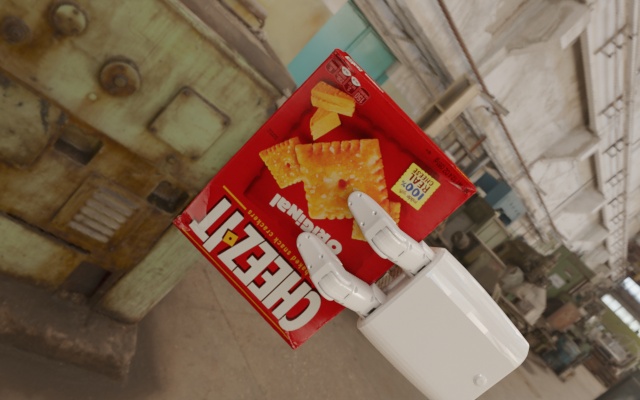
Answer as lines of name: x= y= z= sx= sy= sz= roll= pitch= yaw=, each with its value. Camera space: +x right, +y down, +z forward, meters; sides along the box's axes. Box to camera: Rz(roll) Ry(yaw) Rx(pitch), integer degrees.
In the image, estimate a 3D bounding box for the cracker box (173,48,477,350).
cracker box: x=0.000 y=0.001 z=0.428 sx=0.214 sy=0.164 sz=0.072 roll=-44 pitch=-1 yaw=13
